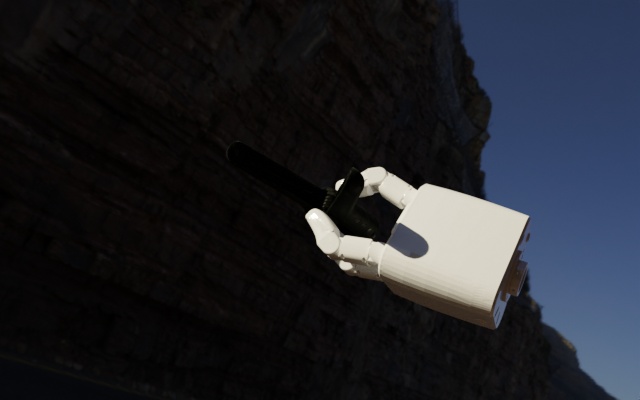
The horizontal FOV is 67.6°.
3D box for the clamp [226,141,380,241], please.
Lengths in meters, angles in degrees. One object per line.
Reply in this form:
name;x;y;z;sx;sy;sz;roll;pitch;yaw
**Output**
clamp;0.001;0.001;0.529;0.164;0.036;0.210;20;-15;29
